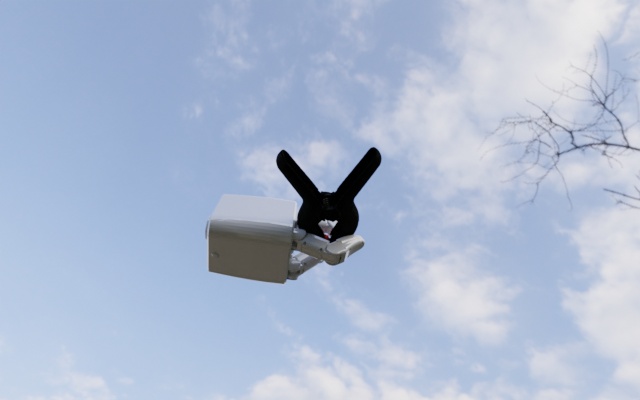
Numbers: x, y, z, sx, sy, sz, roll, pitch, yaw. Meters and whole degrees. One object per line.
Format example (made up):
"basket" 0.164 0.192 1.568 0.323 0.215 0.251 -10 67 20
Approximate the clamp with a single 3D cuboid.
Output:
"clamp" 0.000 0.002 0.592 0.120 0.172 0.039 9 38 -3
